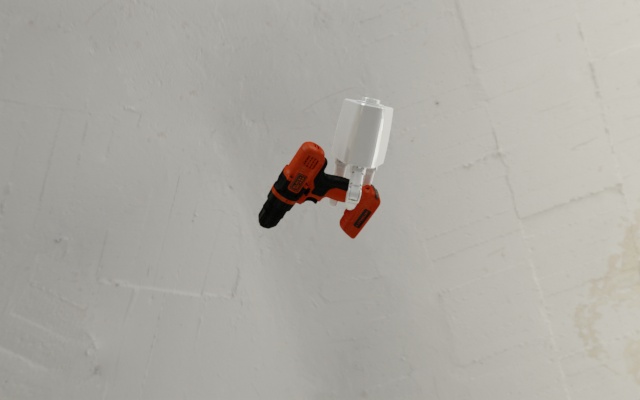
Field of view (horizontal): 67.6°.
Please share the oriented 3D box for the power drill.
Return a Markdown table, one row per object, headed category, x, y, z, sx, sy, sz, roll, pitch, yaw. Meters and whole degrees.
| category | x | y | z | sx | sy | sz | roll | pitch | yaw |
| --- | --- | --- | --- | --- | --- | --- | --- | --- | --- |
| power drill | 0.001 | 0.003 | 0.872 | 0.188 | 0.184 | 0.057 | 24 | 26 | -26 |
